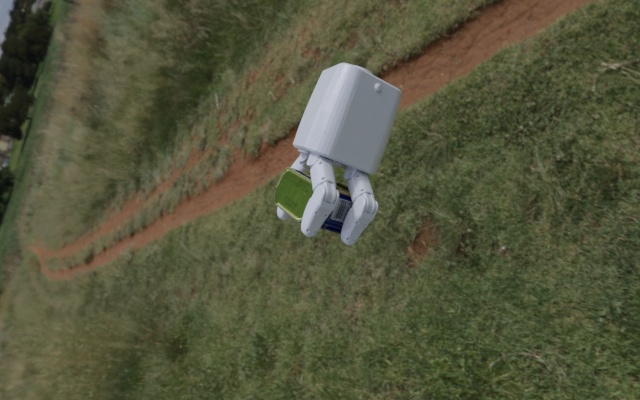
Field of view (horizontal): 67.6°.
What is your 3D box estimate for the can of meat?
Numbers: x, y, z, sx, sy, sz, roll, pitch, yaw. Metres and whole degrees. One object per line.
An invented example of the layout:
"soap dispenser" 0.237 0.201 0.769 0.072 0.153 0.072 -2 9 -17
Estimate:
"can of meat" 0.000 0.002 0.593 0.084 0.057 0.102 18 7 -33
